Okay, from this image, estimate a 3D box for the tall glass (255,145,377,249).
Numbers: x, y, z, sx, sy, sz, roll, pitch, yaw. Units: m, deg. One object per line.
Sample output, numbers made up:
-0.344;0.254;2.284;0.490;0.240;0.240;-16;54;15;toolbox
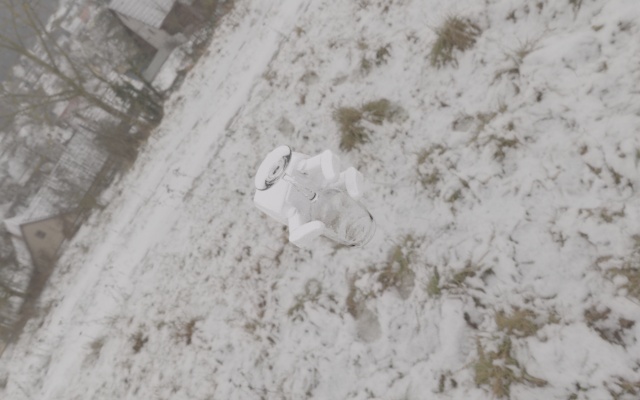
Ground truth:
0.000;0.002;0.720;0.201;0.079;0.079;36;-22;-33;tall glass
